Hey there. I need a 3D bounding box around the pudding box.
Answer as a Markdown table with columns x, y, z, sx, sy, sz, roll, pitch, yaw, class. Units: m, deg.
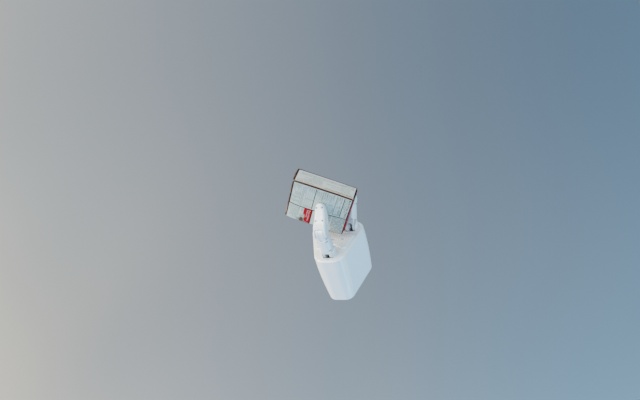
| x | y | z | sx | sy | sz | roll | pitch | yaw | class |
| --- | --- | --- | --- | --- | --- | --- | --- | --- | --- |
| 0.000 | 0.003 | 0.843 | 0.113 | 0.090 | 0.039 | 18 | 41 | 1 | pudding box |
